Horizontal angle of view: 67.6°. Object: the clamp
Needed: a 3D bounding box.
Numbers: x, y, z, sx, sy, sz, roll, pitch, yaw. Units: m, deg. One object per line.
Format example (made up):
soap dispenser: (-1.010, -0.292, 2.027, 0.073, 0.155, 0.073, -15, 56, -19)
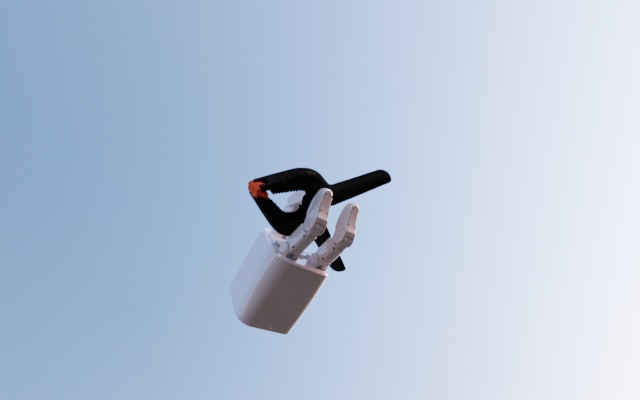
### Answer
clamp: (-0.001, 0.002, 0.643, 0.210, 0.164, 0.036, 27, 6, -40)
